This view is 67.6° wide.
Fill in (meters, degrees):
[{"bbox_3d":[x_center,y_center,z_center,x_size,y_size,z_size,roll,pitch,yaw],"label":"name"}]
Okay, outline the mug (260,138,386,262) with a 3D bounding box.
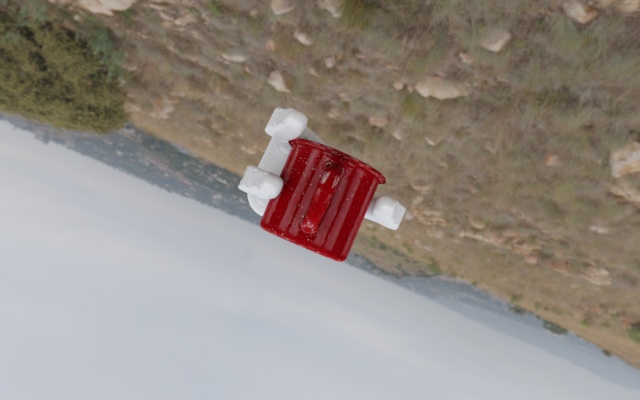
[{"bbox_3d":[0.000,0.001,0.403,0.093,0.081,0.117,23,-5,-3],"label":"mug"}]
